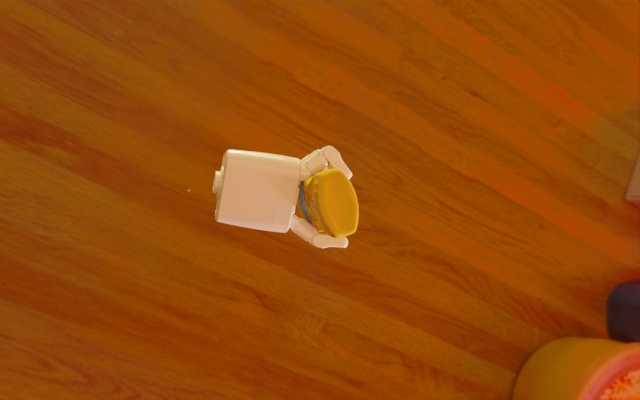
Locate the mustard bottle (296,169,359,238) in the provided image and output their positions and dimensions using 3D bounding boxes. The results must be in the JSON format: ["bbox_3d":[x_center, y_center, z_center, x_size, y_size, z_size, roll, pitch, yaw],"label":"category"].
[{"bbox_3d":[0.001,0.002,0.746,0.058,0.096,0.191,-17,6,-14],"label":"mustard bottle"}]
